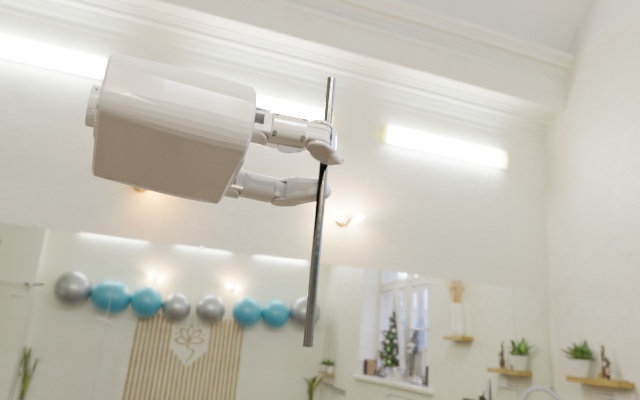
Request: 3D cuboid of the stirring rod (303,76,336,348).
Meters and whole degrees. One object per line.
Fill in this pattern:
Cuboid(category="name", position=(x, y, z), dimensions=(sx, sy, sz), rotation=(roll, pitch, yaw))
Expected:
Cuboid(category="stirring rod", position=(0.000, 0.001, 0.412), dimensions=(0.011, 0.239, 0.011), rotation=(5, -16, 1))
